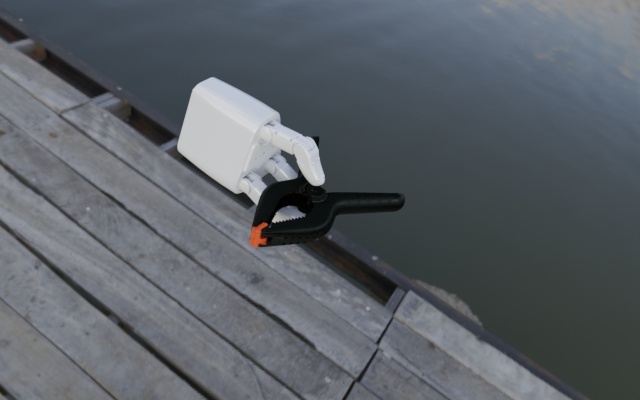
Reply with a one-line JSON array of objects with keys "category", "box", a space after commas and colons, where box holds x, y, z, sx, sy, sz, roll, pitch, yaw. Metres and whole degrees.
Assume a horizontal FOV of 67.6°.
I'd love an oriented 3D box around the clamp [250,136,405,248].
[{"category": "clamp", "box": [0.000, 0.001, 0.591, 0.164, 0.036, 0.210, 31, 44, 17]}]
